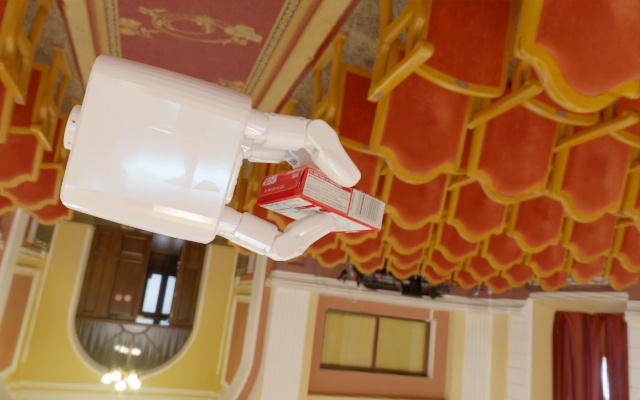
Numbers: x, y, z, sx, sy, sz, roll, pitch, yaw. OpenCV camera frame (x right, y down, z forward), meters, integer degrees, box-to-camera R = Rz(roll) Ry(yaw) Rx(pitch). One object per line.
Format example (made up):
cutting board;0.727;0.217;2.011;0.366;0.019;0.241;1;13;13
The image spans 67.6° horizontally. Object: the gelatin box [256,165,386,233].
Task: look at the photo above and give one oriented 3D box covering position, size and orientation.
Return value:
gelatin box;0.000;0.002;0.417;0.089;0.030;0.073;24;-18;-29
